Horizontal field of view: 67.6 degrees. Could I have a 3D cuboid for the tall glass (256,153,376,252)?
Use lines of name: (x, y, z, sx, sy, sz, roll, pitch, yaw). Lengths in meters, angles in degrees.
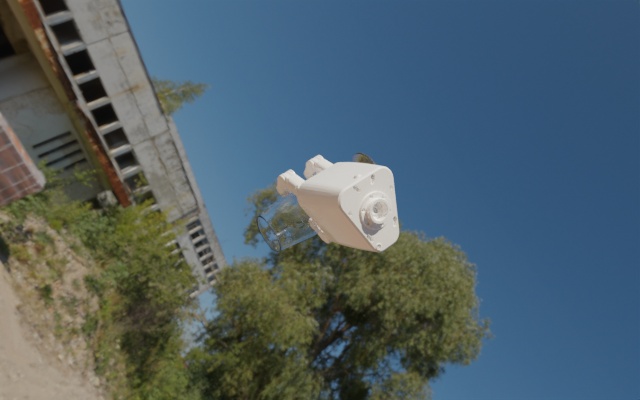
tall glass: (0.001, 0.002, 0.742, 0.201, 0.079, 0.079, -31, 14, -24)
